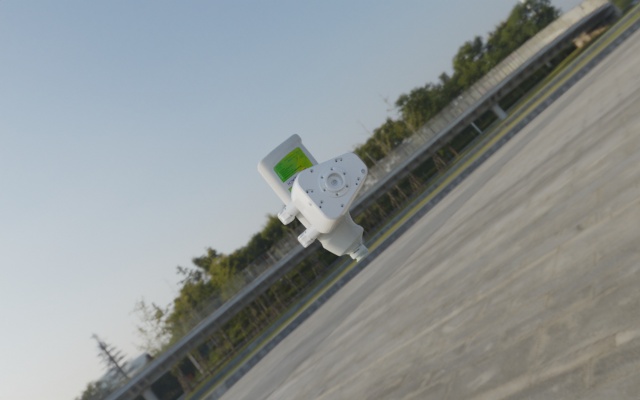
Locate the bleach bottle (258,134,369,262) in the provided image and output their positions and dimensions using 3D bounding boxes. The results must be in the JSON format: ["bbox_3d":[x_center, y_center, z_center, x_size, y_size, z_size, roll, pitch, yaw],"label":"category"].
[{"bbox_3d":[0.000,0.003,0.874,0.102,0.251,0.068,-40,-6,-13],"label":"bleach bottle"}]
